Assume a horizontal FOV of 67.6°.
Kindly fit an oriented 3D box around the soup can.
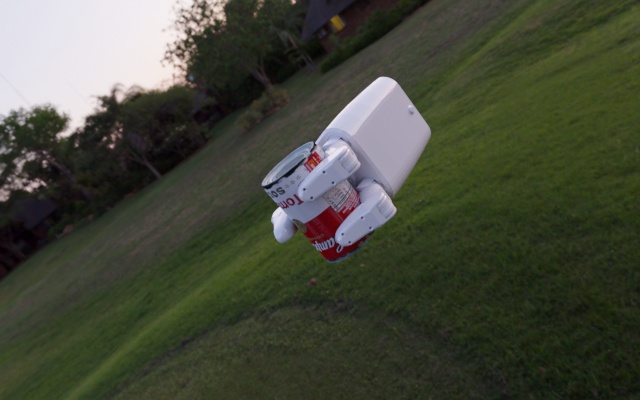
[{"bbox_3d":[0.000,0.002,0.469,0.068,0.102,0.068,-36,17,13],"label":"soup can"}]
